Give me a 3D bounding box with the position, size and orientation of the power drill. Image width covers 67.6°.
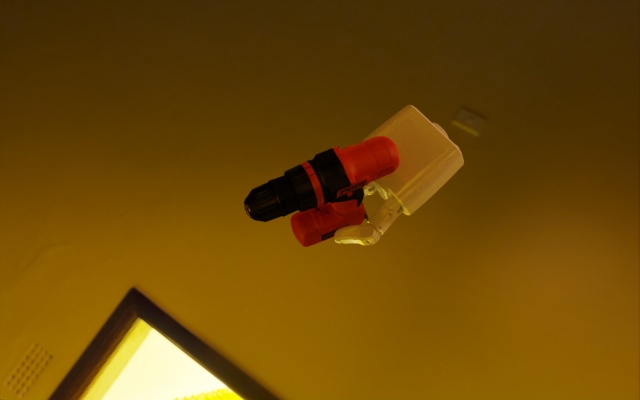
[{"bbox_3d":[0.000,0.002,0.597,0.184,0.057,0.188,-21,-17,-10],"label":"power drill"}]
